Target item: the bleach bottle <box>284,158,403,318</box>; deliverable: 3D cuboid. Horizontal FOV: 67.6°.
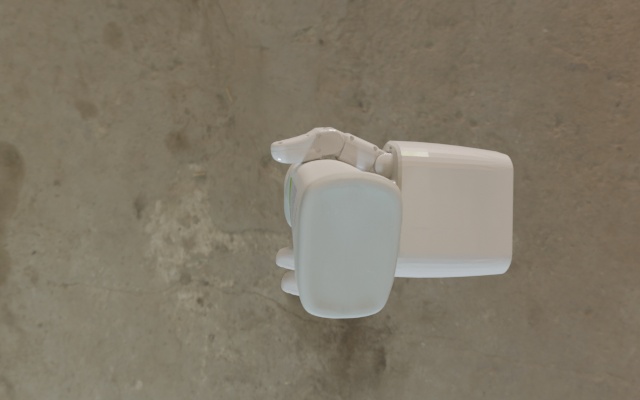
[{"bbox_3d":[0.000,0.001,0.420,0.068,0.102,0.250,2,15,-9],"label":"bleach bottle"}]
